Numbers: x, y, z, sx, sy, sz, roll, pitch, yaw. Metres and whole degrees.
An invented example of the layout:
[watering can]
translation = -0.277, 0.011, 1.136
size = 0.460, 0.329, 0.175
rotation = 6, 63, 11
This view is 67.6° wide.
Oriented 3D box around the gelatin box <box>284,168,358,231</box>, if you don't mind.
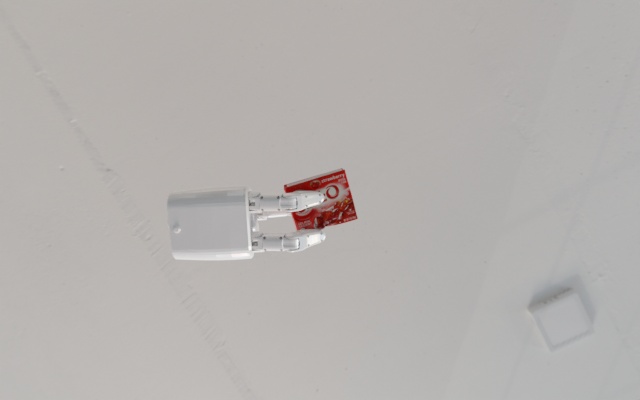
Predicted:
[gelatin box]
translation = 0.000, 0.002, 0.670
size = 0.089, 0.073, 0.030
rotation = -16, 11, -3
